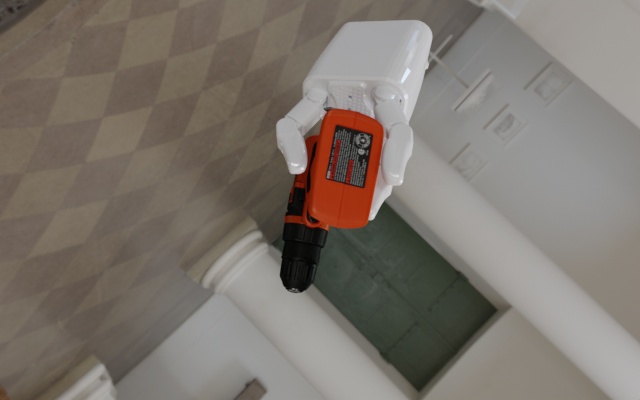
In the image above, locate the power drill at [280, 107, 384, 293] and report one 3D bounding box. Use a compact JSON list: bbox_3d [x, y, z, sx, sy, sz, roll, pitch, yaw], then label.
[{"bbox_3d":[0.000,0.001,0.484,0.057,0.184,0.188,11,-12,-12],"label":"power drill"}]
